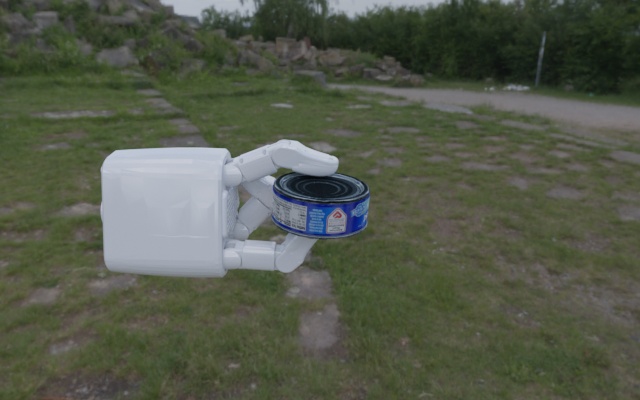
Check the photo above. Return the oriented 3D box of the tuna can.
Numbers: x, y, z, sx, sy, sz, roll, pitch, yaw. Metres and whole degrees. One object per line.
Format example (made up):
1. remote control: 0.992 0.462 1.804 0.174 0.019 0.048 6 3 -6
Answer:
1. tuna can: 0.000 0.001 0.418 0.086 0.034 0.086 4 20 -1
